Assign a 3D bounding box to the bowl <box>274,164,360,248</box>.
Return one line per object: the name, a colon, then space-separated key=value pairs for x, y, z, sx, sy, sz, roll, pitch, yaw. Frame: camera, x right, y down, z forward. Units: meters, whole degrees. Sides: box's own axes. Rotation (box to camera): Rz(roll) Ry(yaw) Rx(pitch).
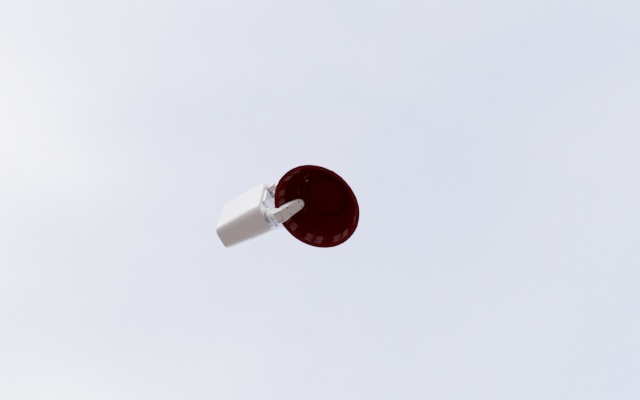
bowl: x=0.001 y=0.003 z=0.861 sx=0.162 sy=0.162 sz=0.055 roll=0 pitch=24 yaw=23
